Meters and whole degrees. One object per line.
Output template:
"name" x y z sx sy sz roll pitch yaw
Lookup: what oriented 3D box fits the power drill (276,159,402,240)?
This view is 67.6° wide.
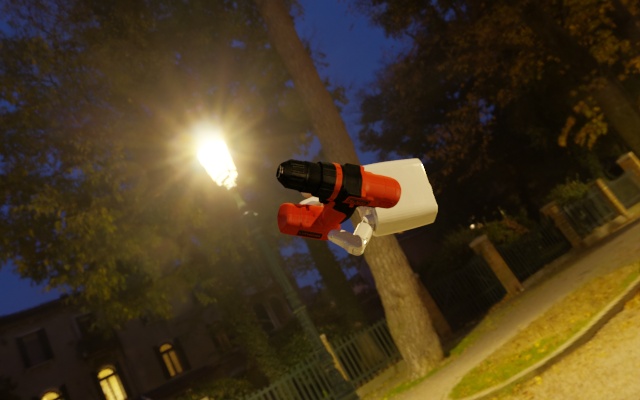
"power drill" 0.000 0.002 0.716 0.184 0.057 0.188 12 -25 -21
